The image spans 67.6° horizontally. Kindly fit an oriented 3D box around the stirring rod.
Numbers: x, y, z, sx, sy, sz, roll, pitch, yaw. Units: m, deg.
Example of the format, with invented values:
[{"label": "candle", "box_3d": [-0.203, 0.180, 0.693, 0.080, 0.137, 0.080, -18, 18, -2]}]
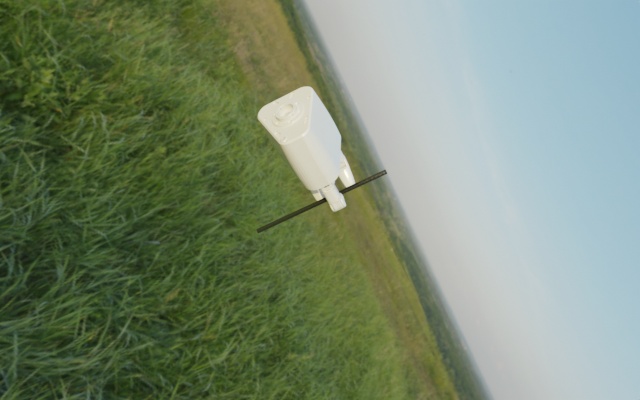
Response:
[{"label": "stirring rod", "box_3d": [0.000, 0.003, 0.800, 0.239, 0.011, 0.011, -25, -4, 9]}]
